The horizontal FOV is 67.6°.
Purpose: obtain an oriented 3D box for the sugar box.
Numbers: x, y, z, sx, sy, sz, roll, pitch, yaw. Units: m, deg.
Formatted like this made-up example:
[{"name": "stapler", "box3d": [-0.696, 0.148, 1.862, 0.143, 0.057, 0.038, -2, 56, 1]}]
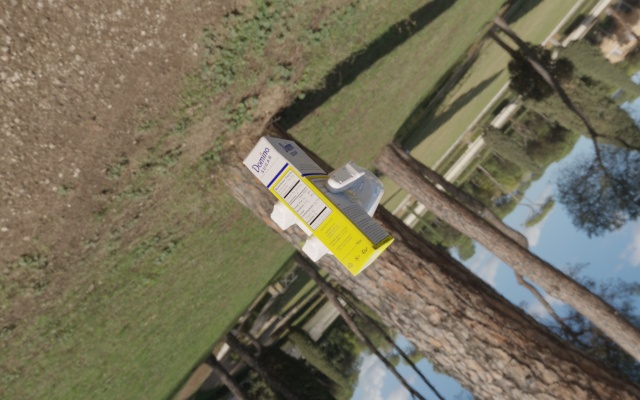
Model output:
[{"name": "sugar box", "box3d": [0.000, 0.002, 0.545, 0.176, 0.048, 0.093, 42, 14, 12]}]
